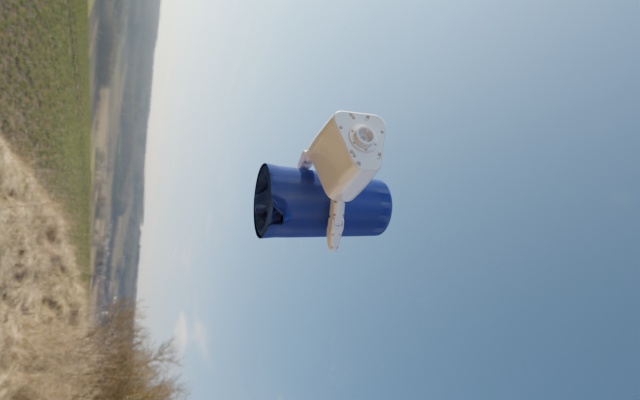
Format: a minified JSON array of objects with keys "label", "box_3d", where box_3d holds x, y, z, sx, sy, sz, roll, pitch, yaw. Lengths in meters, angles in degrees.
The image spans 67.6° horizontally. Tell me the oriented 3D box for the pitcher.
[{"label":"pitcher","box_3d":[0.000,0.003,0.885,0.243,0.149,0.145,4,-26,-21]}]
